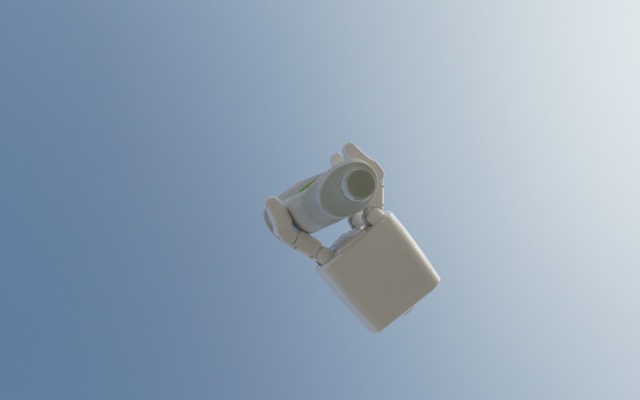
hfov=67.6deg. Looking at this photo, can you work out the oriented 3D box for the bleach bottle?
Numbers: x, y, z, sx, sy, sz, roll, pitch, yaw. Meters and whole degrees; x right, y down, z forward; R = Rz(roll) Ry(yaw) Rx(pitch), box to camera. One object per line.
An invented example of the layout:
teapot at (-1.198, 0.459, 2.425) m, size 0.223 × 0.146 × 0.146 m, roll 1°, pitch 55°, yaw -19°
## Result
bleach bottle at (0.000, 0.002, 0.570) m, size 0.102 × 0.068 × 0.251 m, roll -39°, pitch 5°, yaw -15°
